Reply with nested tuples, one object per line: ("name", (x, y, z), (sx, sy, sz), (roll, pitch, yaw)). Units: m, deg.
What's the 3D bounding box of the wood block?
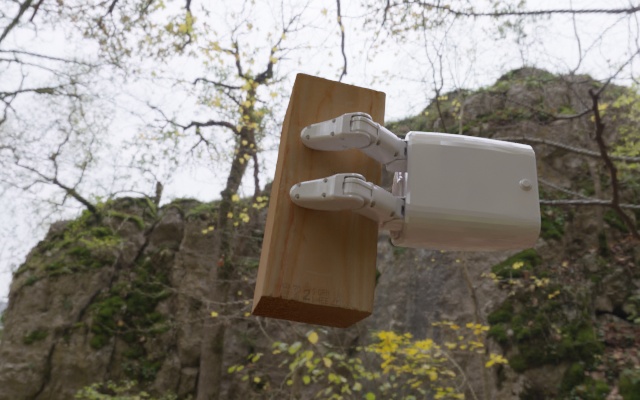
("wood block", (0.000, 0.001, 0.437), (0.090, 0.206, 0.091), (11, -25, -8))
